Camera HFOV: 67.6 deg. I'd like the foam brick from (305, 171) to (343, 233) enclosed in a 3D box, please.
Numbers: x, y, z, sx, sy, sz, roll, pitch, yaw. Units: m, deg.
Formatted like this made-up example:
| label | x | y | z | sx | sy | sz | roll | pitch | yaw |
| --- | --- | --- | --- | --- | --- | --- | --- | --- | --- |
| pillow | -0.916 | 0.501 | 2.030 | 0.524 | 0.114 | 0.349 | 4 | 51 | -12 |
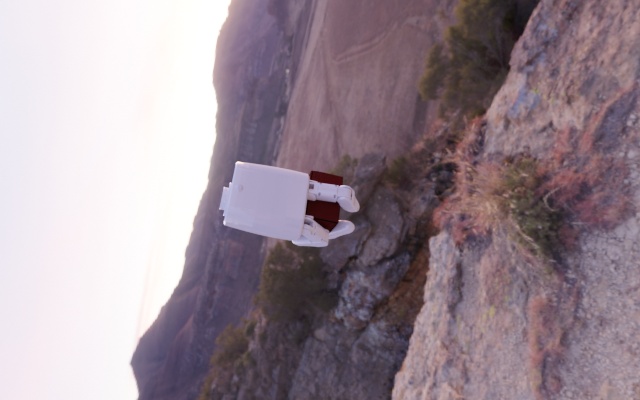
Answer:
| label | x | y | z | sx | sy | sz | roll | pitch | yaw |
| --- | --- | --- | --- | --- | --- | --- | --- | --- | --- |
| foam brick | 0.000 | 0.002 | 0.721 | 0.051 | 0.078 | 0.053 | 12 | -24 | -10 |
